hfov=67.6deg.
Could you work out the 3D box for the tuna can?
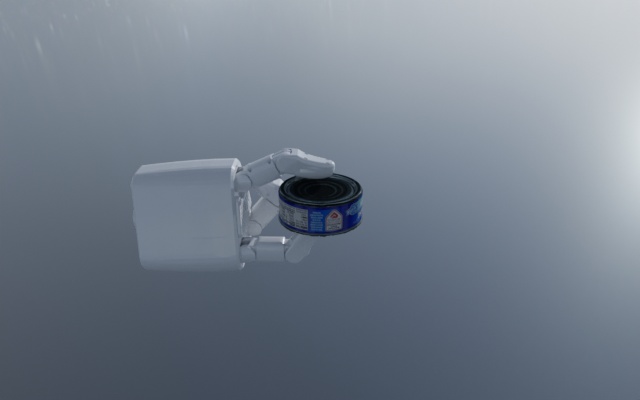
[{"bbox_3d":[0.000,0.001,0.481,0.086,0.034,0.086,0,25,0],"label":"tuna can"}]
